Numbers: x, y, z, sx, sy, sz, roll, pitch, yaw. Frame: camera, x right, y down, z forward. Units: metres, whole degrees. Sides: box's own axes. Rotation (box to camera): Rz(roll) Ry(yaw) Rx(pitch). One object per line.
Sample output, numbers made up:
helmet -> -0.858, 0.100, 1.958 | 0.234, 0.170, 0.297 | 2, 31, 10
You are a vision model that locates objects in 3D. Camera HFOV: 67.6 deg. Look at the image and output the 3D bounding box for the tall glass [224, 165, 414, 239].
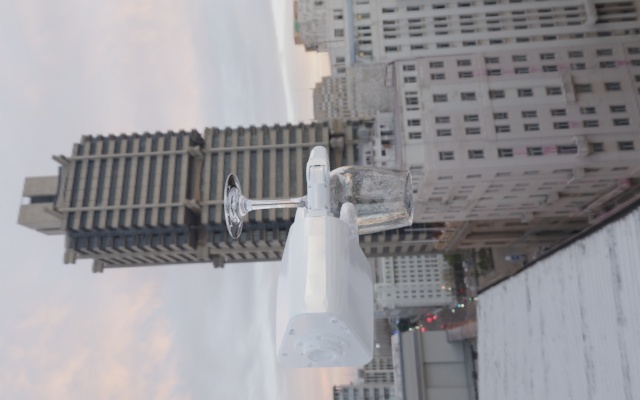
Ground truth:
tall glass -> -0.001, 0.002, 0.536 | 0.201, 0.079, 0.079 | -3, 0, 4
